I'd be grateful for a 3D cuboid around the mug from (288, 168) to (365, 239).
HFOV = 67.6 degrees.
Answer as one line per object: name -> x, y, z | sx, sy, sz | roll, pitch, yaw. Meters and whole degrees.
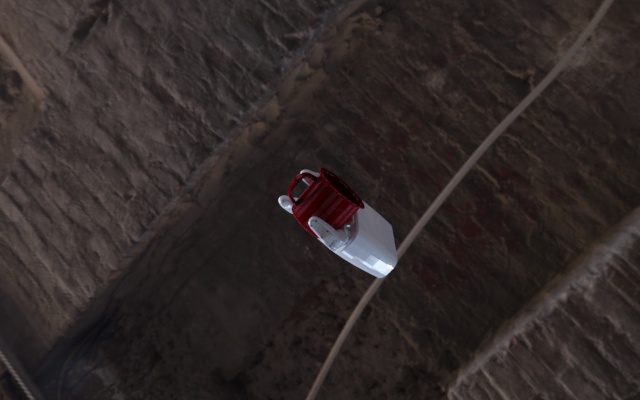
mug -> -0.001, 0.002, 0.747 | 0.117, 0.081, 0.093 | 35, 15, -28
